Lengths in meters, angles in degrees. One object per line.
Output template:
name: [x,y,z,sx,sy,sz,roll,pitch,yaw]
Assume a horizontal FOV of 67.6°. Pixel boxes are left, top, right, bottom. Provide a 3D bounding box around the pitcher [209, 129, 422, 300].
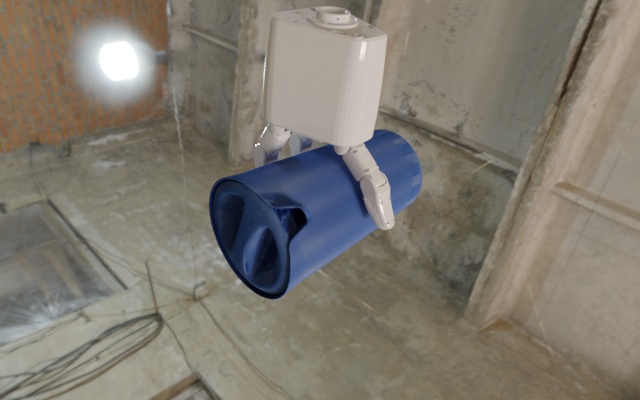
pitcher: [0.000,0.002,0.557,0.242,0.145,0.149,-26,45,-38]
